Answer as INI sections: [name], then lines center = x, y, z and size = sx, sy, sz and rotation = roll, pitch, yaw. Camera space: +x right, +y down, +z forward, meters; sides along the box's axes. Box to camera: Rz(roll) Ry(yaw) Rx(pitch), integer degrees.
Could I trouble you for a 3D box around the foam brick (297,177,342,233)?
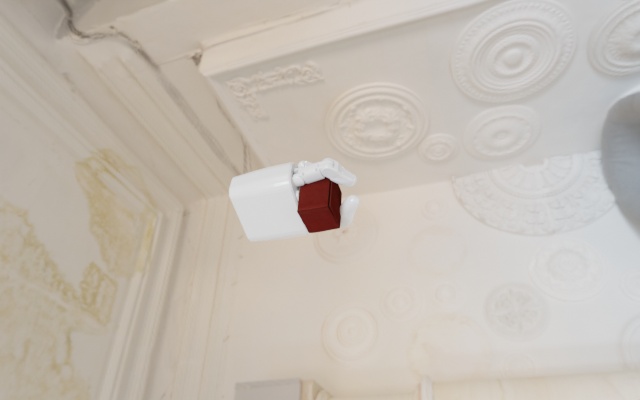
[foam brick]
center = 0.000, 0.002, 0.724
size = 0.051, 0.078, 0.053
rotation = -11, -46, 16
